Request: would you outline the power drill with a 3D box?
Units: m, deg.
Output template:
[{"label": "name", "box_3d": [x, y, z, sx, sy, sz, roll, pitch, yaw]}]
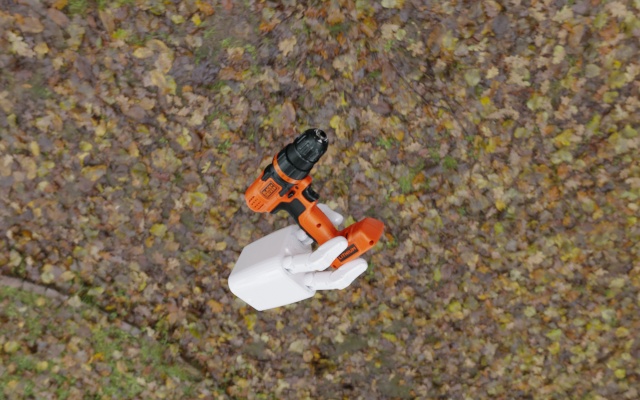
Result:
[{"label": "power drill", "box_3d": [0.000, 0.003, 0.692, 0.184, 0.187, 0.057, -39, 11, 43]}]
